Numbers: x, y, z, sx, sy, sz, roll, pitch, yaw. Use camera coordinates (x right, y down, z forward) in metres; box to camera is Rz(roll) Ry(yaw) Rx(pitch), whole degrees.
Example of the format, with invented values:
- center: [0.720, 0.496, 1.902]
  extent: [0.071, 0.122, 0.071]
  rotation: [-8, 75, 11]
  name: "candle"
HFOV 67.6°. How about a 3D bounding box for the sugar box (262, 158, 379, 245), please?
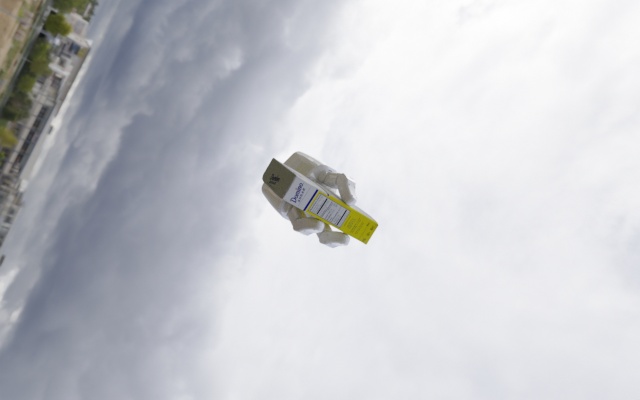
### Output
- center: [0.000, 0.003, 0.735]
  extent: [0.176, 0.048, 0.093]
  rotation: [27, 7, -33]
  name: "sugar box"
